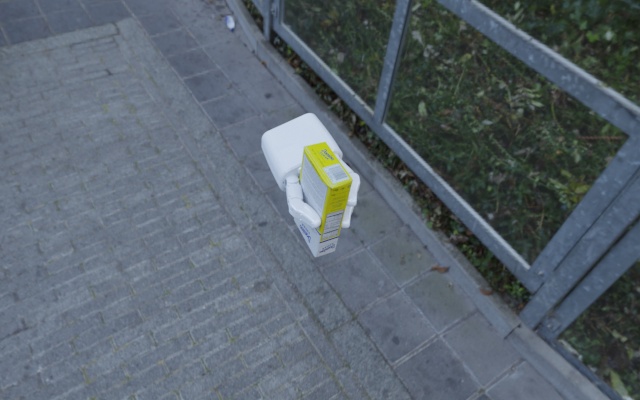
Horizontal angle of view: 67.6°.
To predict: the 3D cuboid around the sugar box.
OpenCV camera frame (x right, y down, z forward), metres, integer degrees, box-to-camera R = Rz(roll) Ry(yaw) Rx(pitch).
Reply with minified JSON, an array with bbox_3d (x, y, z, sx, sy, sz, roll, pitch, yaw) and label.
[{"bbox_3d":[0.001,0.002,0.772,0.048,0.093,0.176,-17,-36,-21],"label":"sugar box"}]
